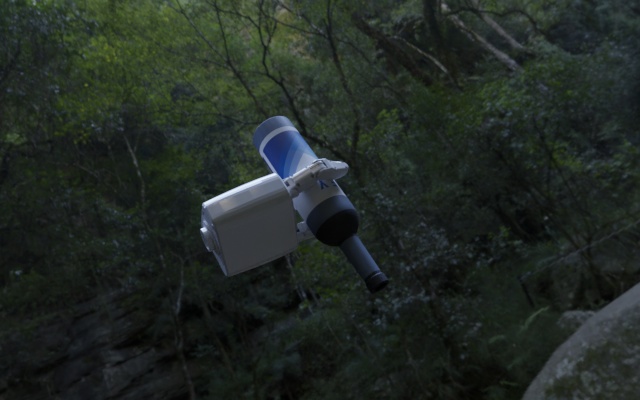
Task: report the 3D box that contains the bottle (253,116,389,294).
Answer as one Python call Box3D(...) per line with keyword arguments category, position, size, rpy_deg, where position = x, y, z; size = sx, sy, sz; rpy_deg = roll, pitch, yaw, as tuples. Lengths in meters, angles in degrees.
Box3D(category="bottle", position=(0.000, 0.002, 0.663), size=(0.069, 0.295, 0.069), rpy_deg=(-26, -30, -16))
